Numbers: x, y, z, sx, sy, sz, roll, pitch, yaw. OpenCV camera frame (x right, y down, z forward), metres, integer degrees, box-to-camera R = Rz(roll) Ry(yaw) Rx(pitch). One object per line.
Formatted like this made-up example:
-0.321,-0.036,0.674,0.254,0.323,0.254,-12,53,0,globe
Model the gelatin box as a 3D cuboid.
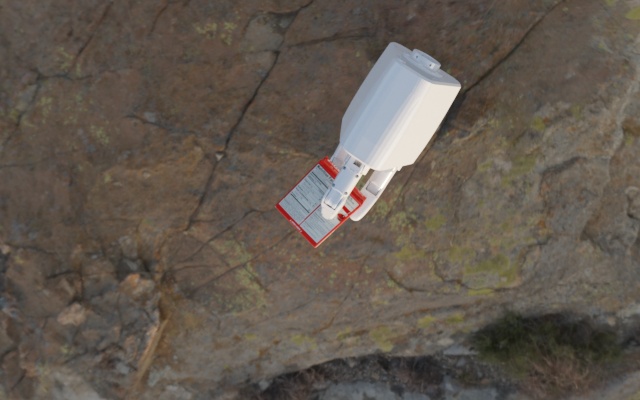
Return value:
0.000,0.002,0.584,0.089,0.073,0.030,-44,1,25,gelatin box
